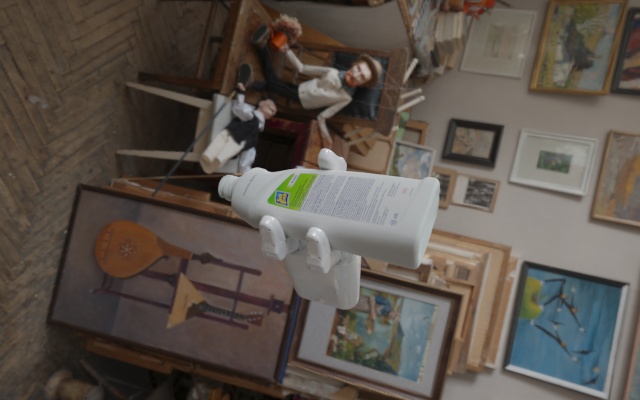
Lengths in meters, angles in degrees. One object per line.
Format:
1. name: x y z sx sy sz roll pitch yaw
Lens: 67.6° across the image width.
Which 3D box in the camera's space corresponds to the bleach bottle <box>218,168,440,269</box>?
1. bleach bottle: 0.000 0.002 0.548 0.251 0.102 0.068 12 -40 21
